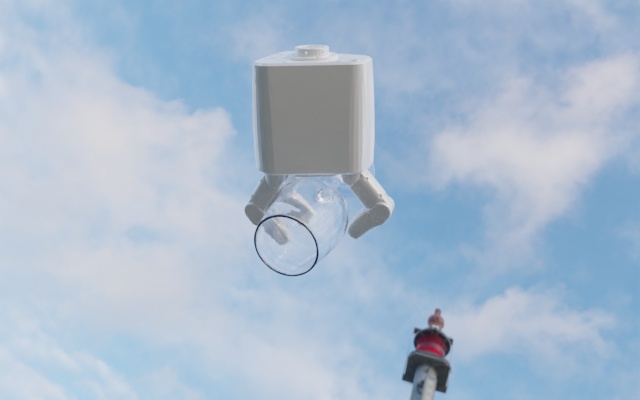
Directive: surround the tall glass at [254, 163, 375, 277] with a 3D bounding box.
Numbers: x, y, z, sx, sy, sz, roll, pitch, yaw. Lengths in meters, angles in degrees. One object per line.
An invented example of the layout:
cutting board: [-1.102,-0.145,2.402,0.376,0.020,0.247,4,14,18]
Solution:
tall glass: [0.000,0.002,0.505,0.079,0.079,0.201,0,23,20]
